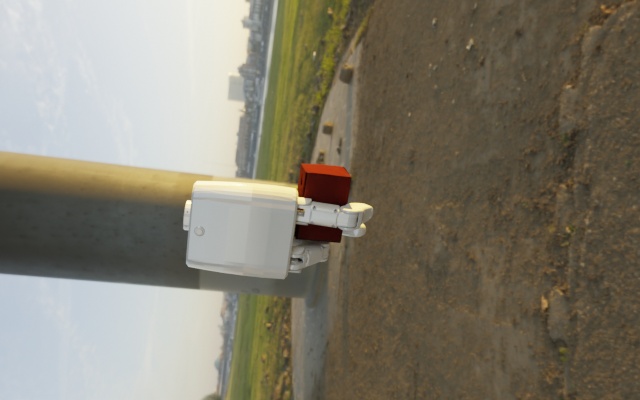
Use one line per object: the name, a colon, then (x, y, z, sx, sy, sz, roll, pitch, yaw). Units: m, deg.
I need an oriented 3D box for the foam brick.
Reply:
foam brick: (0.000, 0.001, 0.534, 0.051, 0.078, 0.053, 7, 14, -8)
